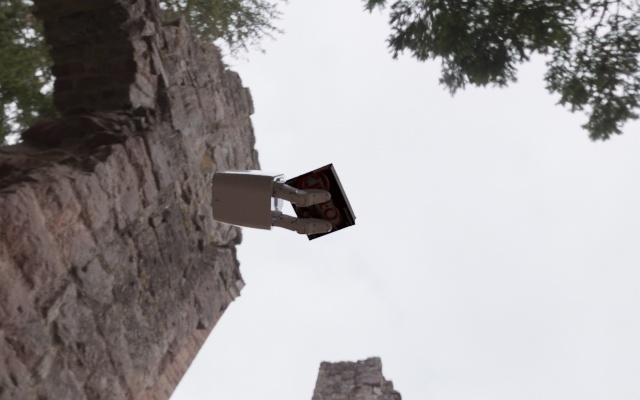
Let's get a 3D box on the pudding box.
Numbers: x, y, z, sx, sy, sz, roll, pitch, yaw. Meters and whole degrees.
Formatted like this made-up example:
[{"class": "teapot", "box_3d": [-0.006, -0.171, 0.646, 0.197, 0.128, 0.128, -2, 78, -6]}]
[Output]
[{"class": "pudding box", "box_3d": [0.000, 0.003, 0.819, 0.090, 0.113, 0.039, -20, 20, 16]}]
